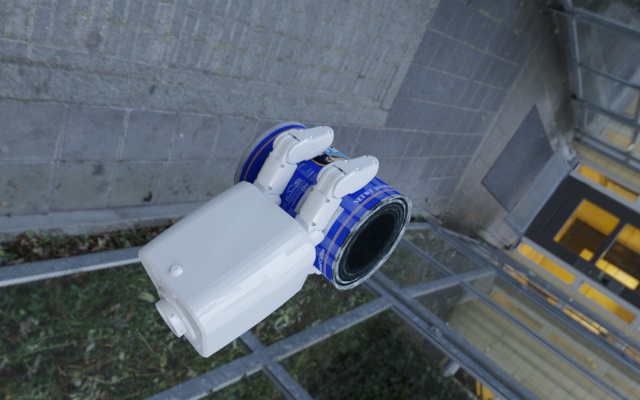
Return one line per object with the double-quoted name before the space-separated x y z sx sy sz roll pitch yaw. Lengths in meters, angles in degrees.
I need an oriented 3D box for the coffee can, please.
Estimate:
"coffee can" 0.000 0.001 0.458 0.140 0.103 0.103 38 21 30
